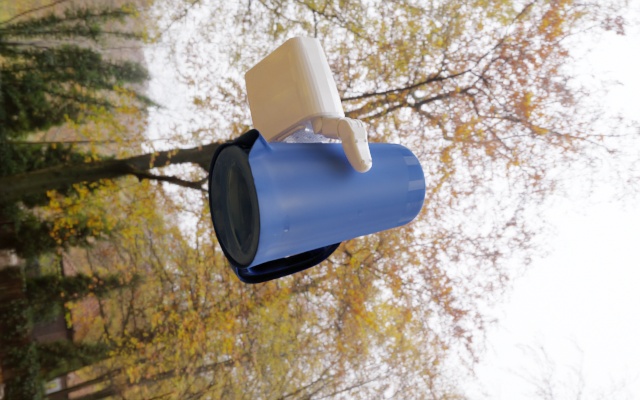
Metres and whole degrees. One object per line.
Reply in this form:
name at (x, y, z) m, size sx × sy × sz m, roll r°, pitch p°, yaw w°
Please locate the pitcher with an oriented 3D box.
pitcher at (0.000, 0.002, 0.562) m, size 0.243 × 0.145 × 0.149 m, roll -8°, pitch -14°, yaw -33°
